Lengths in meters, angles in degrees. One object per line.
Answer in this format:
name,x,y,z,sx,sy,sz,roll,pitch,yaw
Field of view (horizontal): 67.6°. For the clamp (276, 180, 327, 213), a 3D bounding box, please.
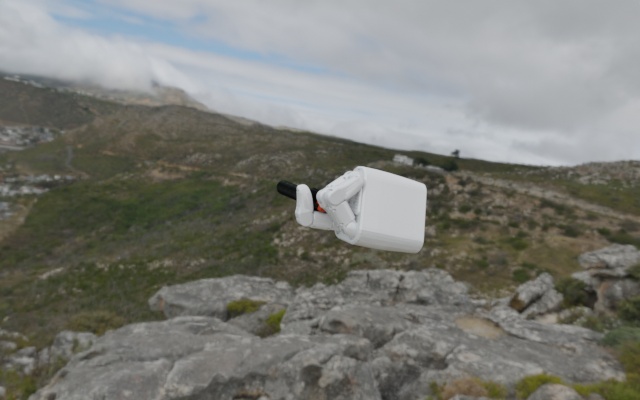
clamp,0.000,0.002,0.778,0.120,0.039,0.171,16,3,-19
